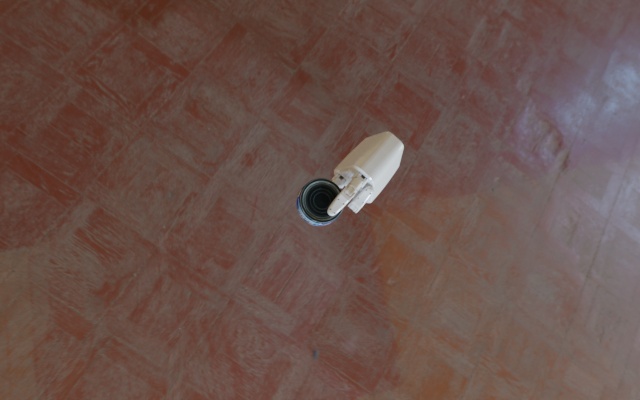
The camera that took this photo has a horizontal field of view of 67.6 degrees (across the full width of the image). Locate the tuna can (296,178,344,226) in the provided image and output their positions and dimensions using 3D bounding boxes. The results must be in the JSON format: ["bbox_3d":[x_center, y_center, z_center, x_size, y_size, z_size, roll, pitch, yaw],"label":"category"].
[{"bbox_3d":[0.000,0.003,0.879,0.086,0.086,0.034,0,-10,-12],"label":"tuna can"}]
